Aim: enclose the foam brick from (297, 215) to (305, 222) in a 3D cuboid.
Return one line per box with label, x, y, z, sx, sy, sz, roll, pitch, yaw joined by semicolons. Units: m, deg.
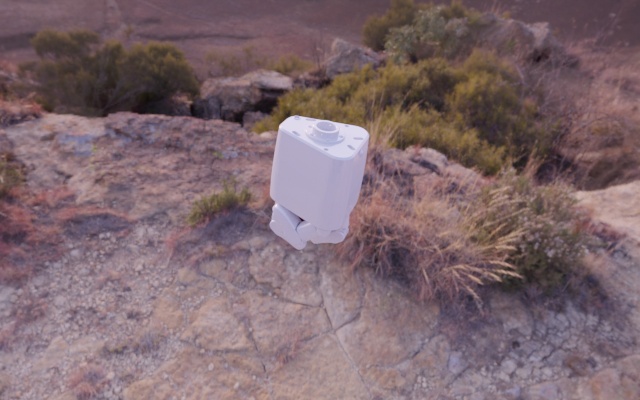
foam brick;0.000;0.002;0.689;0.053;0.051;0.078;19;37;14
